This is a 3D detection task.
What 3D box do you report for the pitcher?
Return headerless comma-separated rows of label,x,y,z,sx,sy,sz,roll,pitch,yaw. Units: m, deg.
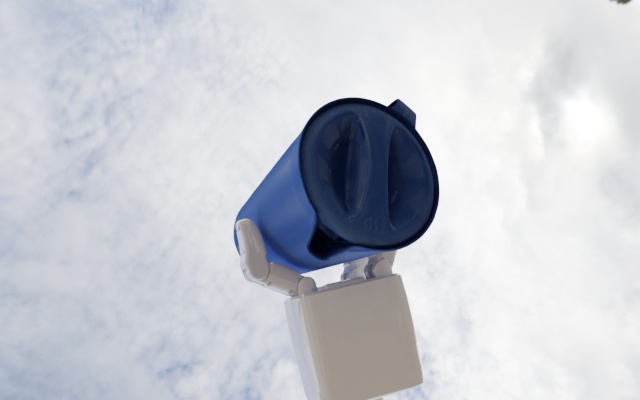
pitcher,0.000,0.002,0.488,0.149,0.145,0.243,-7,-13,-28
